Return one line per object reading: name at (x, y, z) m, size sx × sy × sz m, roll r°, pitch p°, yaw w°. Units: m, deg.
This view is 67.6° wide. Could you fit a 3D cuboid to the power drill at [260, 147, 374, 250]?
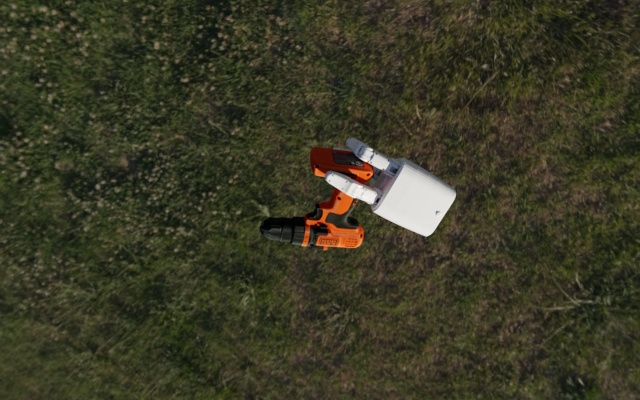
power drill at (0.001, 0.002, 0.804) m, size 0.184 × 0.188 × 0.057 m, roll 5°, pitch 39°, yaw -15°
